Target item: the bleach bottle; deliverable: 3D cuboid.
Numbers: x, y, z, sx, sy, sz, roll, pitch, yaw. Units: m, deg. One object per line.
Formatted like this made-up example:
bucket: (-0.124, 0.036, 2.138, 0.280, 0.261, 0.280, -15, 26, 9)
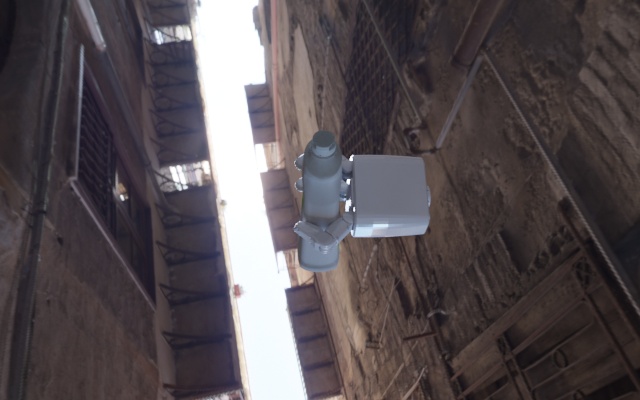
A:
bleach bottle: (0.000, 0.002, 0.685, 0.068, 0.102, 0.251, 0, -35, -2)
